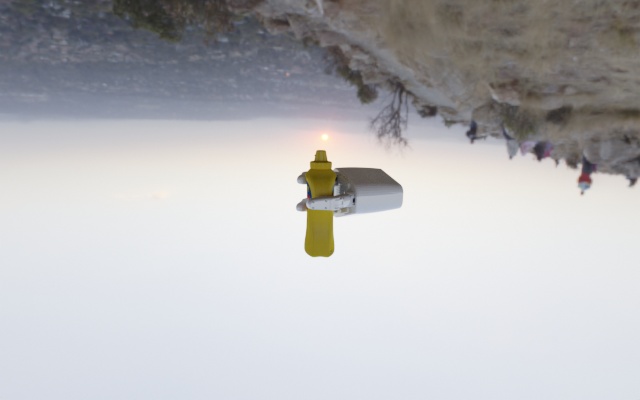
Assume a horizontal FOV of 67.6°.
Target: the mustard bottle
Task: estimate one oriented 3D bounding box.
[{"bbox_3d":[0.000,0.003,0.883,0.058,0.192,0.096,1,10,-1],"label":"mustard bottle"}]
